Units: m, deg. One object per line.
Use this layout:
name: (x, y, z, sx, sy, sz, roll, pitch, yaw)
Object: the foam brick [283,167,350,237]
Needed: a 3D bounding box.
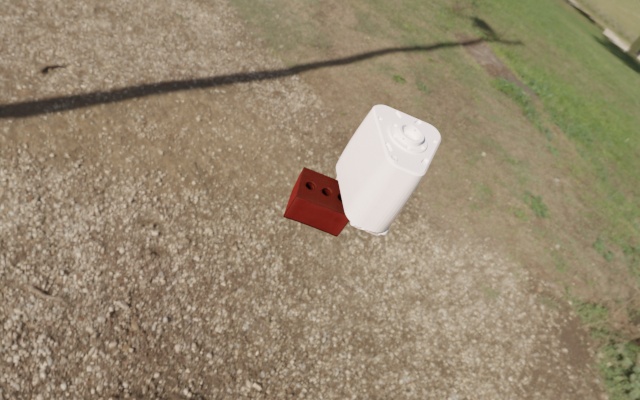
foam brick: (0.000, 0.002, 0.620, 0.078, 0.053, 0.051, 20, -39, -9)
